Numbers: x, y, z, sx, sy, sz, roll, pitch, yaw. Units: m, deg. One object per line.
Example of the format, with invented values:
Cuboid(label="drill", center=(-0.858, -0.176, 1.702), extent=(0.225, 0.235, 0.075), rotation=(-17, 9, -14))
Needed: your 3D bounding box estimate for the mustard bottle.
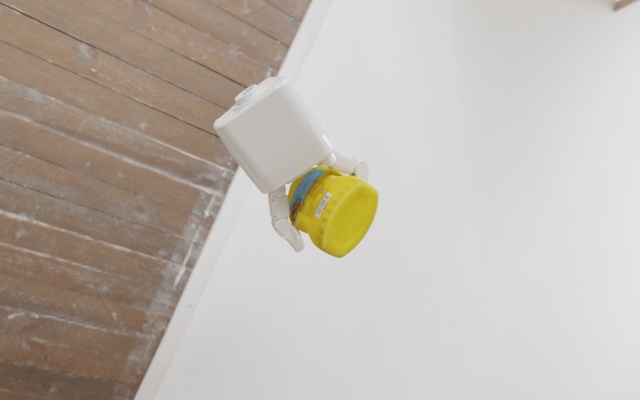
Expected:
Cuboid(label="mustard bottle", center=(0.000, 0.002, 0.637), extent=(0.058, 0.096, 0.191), rotation=(27, 2, -26))
